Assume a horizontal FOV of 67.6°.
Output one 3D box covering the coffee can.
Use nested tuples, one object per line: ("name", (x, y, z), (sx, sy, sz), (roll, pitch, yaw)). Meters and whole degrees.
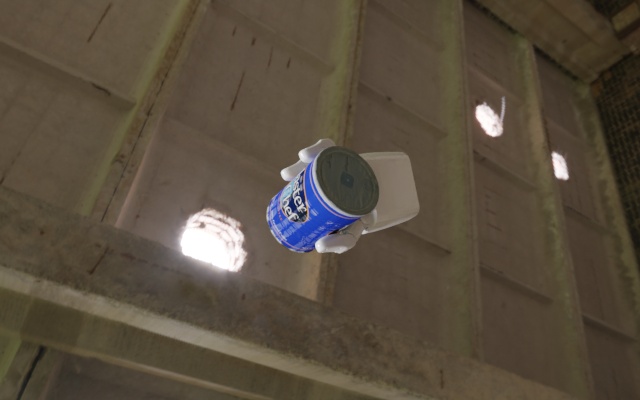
("coffee can", (0.000, 0.002, 0.674), (0.103, 0.102, 0.140), (0, -25, -35))
